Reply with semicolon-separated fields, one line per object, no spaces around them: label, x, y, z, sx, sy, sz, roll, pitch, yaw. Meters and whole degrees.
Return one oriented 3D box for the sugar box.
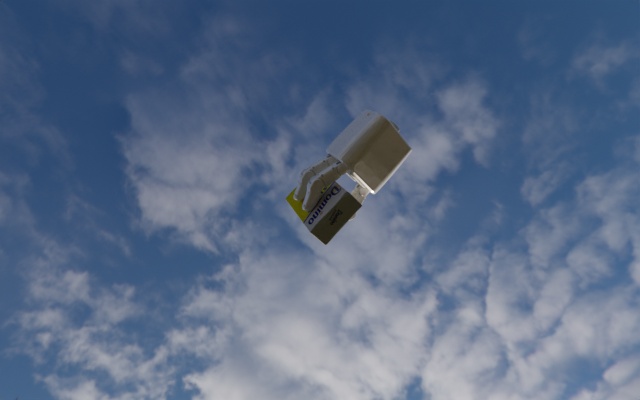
sugar box;0.000;0.002;0.853;0.048;0.093;0.176;42;1;-23
